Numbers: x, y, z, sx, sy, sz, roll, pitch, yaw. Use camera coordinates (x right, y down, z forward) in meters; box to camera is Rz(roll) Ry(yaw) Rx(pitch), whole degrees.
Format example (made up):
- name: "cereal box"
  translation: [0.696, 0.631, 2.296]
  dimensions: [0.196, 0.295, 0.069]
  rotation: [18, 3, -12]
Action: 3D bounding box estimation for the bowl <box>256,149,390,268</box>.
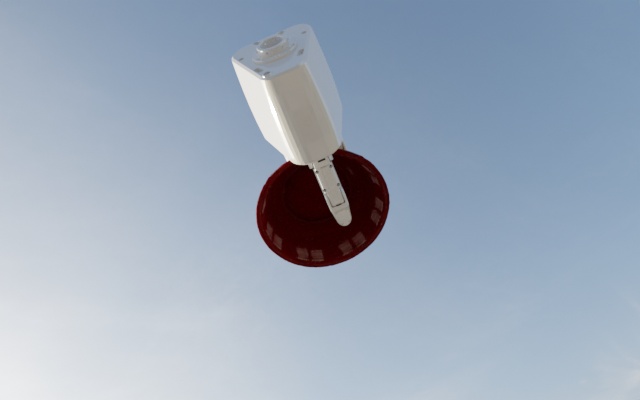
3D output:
- name: "bowl"
  translation: [0.000, 0.003, 0.590]
  dimensions: [0.162, 0.162, 0.055]
  rotation: [0, 28, -12]
